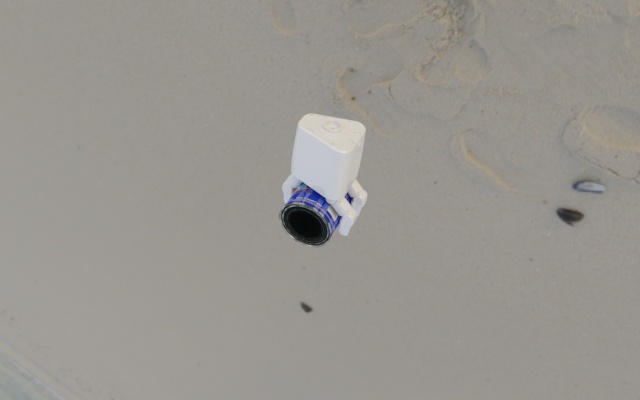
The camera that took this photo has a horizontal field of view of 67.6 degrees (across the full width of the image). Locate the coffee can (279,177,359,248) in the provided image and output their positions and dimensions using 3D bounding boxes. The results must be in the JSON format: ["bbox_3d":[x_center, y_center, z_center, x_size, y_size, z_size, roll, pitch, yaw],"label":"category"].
[{"bbox_3d":[0.000,0.003,0.890,0.103,0.103,0.140,0,38,31],"label":"coffee can"}]
